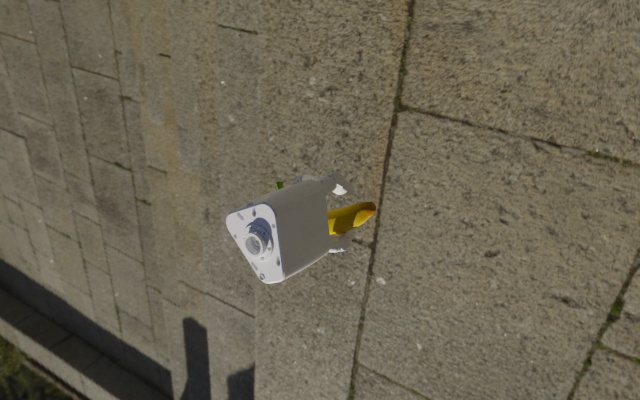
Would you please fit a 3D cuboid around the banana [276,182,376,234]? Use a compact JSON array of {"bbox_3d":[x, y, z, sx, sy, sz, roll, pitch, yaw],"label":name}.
[{"bbox_3d":[-0.004,0.020,0.750,0.198,0.070,0.037,13,15,34],"label":"banana"}]
